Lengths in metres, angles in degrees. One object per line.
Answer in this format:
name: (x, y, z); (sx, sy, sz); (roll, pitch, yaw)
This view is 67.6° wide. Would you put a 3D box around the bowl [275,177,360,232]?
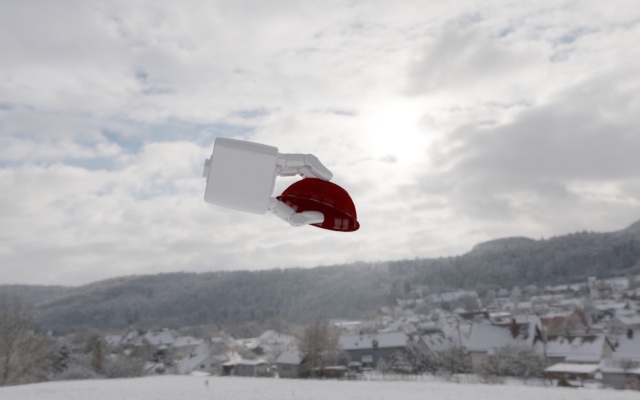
bowl: (0.001, 0.003, 0.856); (0.162, 0.055, 0.162); (17, -18, 5)
